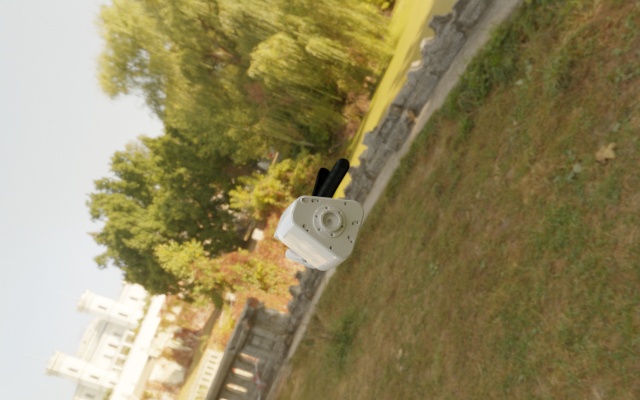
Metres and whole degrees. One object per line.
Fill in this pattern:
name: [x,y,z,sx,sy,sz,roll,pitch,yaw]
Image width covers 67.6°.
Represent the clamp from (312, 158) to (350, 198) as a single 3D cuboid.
clamp: [-0.001,0.003,0.833,0.039,0.171,0.120,22,-20,-9]
